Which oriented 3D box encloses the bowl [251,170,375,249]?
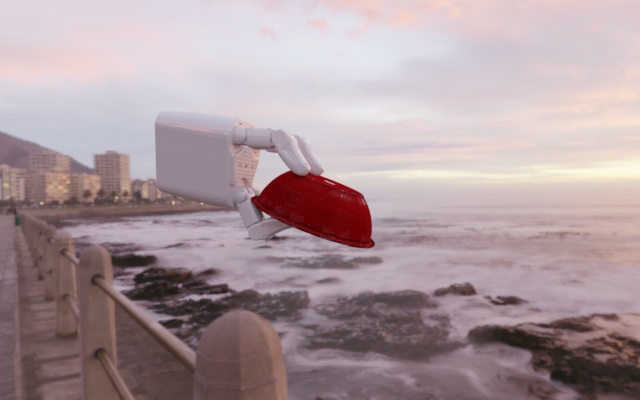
[{"bbox_3d":[0.002,0.002,0.583,0.162,0.055,0.162,21,7,-3],"label":"bowl"}]
